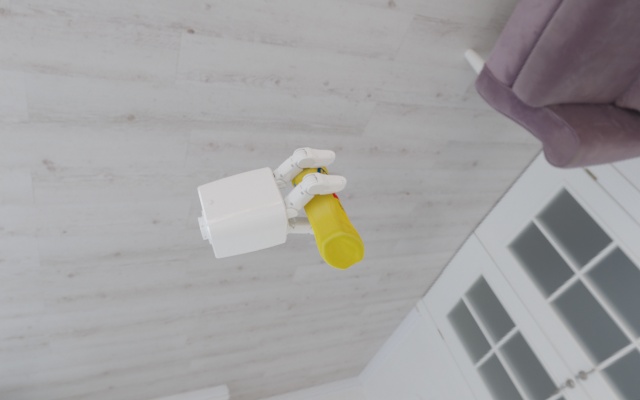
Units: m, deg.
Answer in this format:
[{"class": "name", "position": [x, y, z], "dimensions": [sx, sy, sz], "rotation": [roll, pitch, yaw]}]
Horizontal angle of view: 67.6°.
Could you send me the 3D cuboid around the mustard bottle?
[{"class": "mustard bottle", "position": [0.001, 0.002, 0.694], "dimensions": [0.058, 0.191, 0.096], "rotation": [-30, -38, 7]}]
